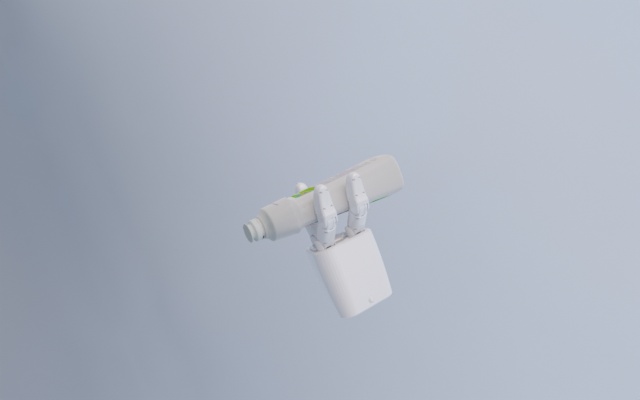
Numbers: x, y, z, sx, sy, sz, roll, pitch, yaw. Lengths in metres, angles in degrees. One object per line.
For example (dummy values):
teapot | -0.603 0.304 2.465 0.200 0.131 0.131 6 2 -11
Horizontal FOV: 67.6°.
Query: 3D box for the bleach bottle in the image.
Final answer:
bleach bottle | 0.000 0.002 0.716 0.251 0.068 0.102 -23 3 -26
